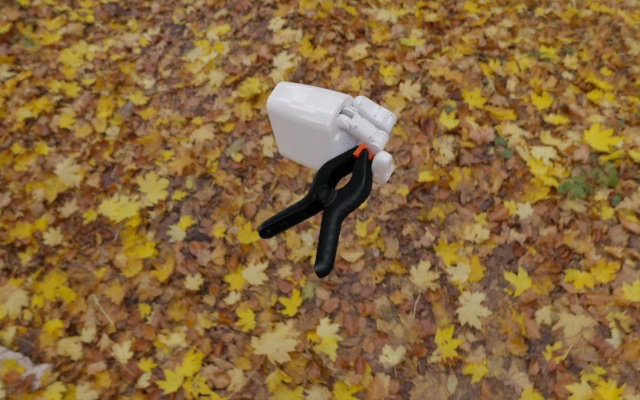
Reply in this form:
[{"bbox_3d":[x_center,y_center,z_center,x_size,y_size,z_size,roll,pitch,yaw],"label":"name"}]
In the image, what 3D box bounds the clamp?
[{"bbox_3d":[0.000,0.002,0.585,0.120,0.171,0.039,21,-21,31],"label":"clamp"}]
